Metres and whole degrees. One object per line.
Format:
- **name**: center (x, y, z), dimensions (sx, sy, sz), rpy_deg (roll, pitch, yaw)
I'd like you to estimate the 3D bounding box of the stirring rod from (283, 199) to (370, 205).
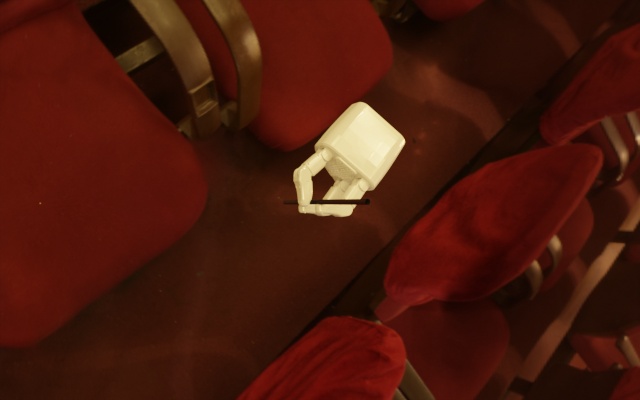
- **stirring rod**: center (0.000, 0.002, 0.719), dimensions (0.011, 0.011, 0.239), rpy_deg (0, 0, -30)
